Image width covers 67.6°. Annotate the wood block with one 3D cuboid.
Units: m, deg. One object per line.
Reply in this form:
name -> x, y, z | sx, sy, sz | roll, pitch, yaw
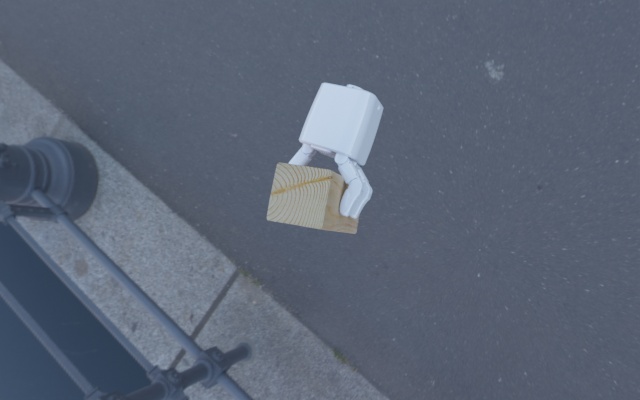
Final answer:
wood block -> 0.000, 0.002, 0.792 | 0.091, 0.090, 0.206 | 9, -3, 19
